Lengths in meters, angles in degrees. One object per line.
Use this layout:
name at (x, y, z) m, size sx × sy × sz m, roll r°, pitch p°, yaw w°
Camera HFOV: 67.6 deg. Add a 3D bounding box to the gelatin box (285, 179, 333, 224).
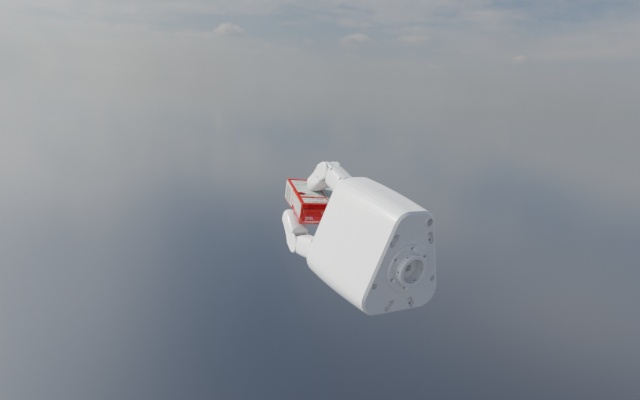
gelatin box at (0.000, 0.001, 0.601) m, size 0.073 × 0.030 × 0.089 m, roll 3°, pitch 22°, yaw -18°
